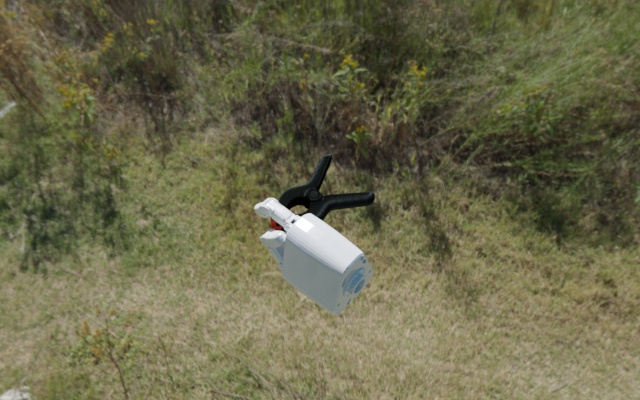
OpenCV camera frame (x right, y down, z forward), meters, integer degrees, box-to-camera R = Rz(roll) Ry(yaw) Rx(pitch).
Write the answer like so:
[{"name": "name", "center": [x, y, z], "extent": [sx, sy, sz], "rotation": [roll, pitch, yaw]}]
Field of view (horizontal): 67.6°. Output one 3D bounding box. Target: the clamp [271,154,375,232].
[{"name": "clamp", "center": [0.000, 0.002, 0.758], "extent": [0.120, 0.039, 0.171], "rotation": [33, 60, 27]}]
